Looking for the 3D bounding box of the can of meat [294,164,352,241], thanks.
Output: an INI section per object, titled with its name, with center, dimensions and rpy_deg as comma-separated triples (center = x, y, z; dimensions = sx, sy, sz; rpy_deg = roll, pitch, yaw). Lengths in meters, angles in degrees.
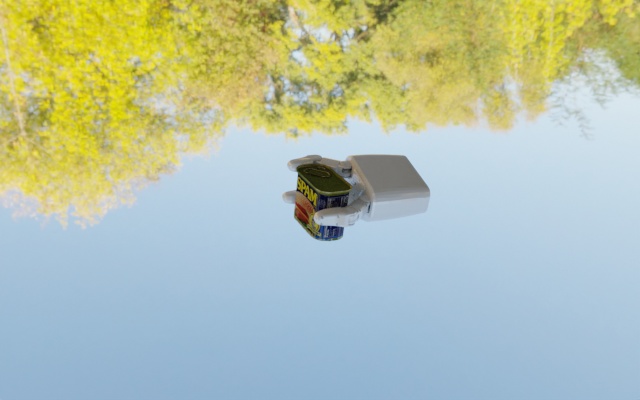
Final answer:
[can of meat]
center = 0.000, 0.003, 0.721
dimensions = 0.057, 0.084, 0.102
rpy_deg = -7, 29, -26
